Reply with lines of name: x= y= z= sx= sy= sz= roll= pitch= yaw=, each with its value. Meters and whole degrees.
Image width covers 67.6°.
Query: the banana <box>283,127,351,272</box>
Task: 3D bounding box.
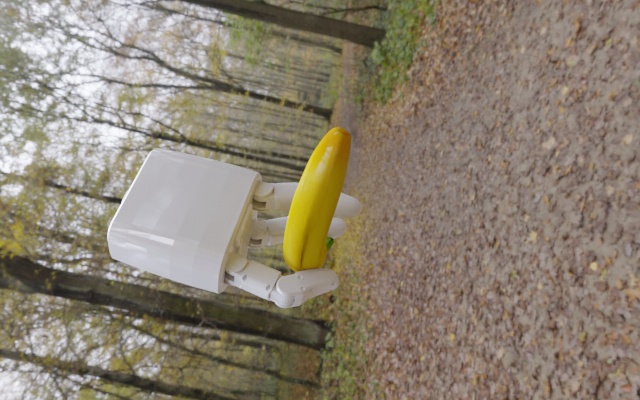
banana: x=-0.007 y=0.018 z=0.410 sx=0.037 sy=0.069 sz=0.198 roll=20 pitch=-28 yaw=6
